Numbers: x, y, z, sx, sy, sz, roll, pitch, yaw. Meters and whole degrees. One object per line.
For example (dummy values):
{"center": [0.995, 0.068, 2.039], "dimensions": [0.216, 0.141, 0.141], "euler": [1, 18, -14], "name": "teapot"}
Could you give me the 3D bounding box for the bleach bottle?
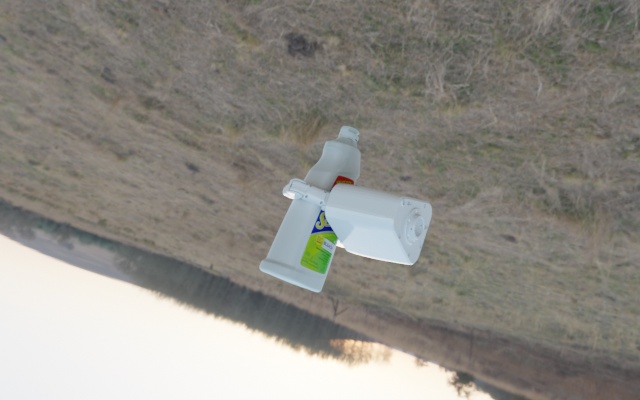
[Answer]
{"center": [0.000, 0.002, 0.710], "dimensions": [0.068, 0.250, 0.103], "euler": [11, -15, 38], "name": "bleach bottle"}
